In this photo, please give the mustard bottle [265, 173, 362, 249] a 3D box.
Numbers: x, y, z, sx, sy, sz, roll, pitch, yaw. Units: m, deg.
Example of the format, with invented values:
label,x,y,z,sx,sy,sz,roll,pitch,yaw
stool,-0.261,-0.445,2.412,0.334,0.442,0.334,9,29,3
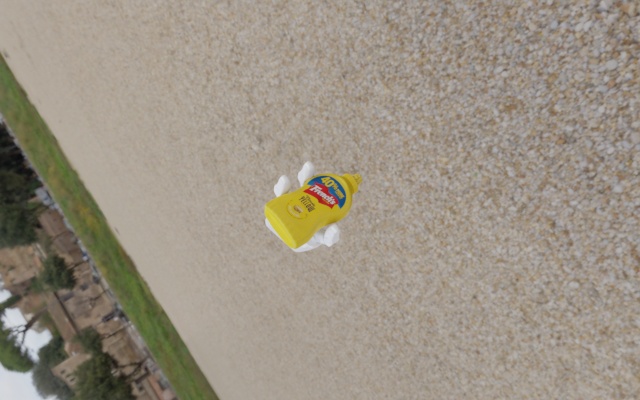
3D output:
label,x,y,z,sx,sy,sz,roll,pitch,yaw
mustard bottle,0.000,0.003,0.874,0.191,0.096,0.058,-31,-24,-24
